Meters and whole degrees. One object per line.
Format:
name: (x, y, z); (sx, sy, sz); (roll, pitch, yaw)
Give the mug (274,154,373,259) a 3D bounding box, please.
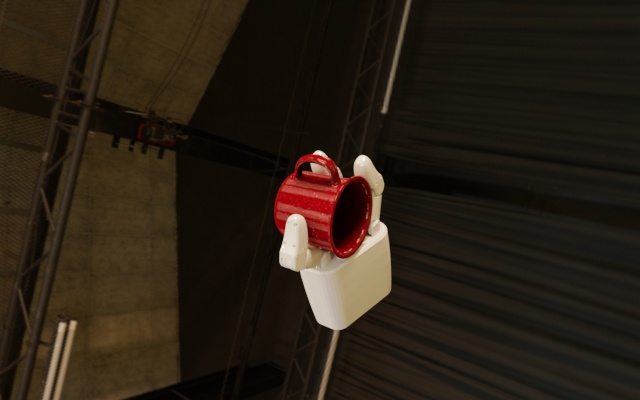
mug: (0.000, 0.001, 0.537); (0.081, 0.117, 0.093); (13, 40, 32)
